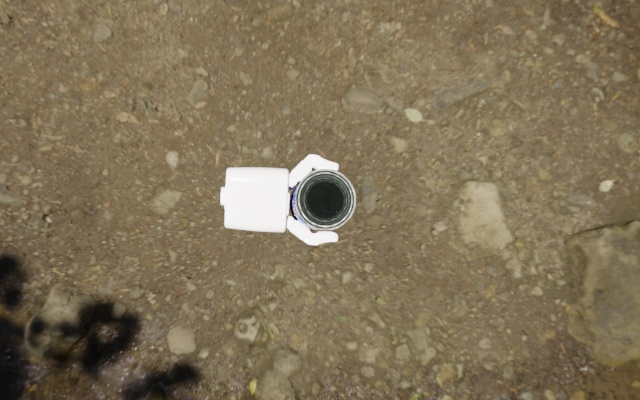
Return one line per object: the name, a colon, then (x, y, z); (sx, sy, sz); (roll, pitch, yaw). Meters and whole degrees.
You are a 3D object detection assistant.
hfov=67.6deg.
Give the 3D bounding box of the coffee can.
coffee can: (0.000, 0.003, 0.854); (0.103, 0.103, 0.140); (0, -4, -7)
